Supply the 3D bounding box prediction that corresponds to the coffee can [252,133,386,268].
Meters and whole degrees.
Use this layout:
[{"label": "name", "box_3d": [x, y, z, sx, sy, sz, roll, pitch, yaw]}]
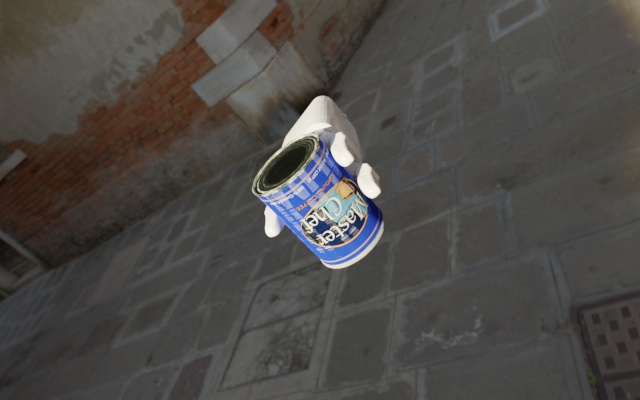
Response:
[{"label": "coffee can", "box_3d": [0.000, 0.002, 0.593, 0.140, 0.102, 0.103, 47, -26, -26]}]
